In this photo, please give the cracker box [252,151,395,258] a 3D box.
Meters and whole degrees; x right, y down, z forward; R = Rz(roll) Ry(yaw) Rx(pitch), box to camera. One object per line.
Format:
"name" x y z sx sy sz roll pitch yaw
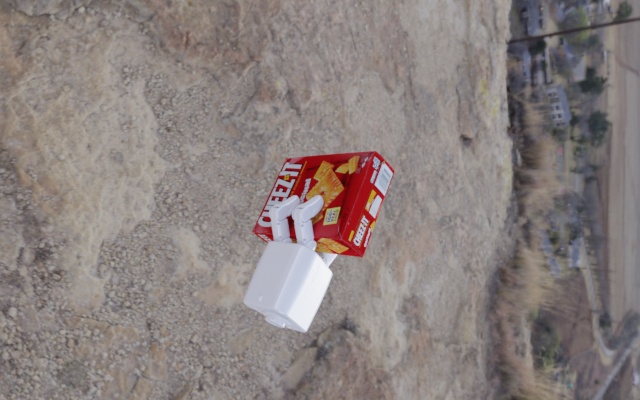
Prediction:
"cracker box" 0.000 0.003 0.812 0.213 0.164 0.072 1 -31 43
